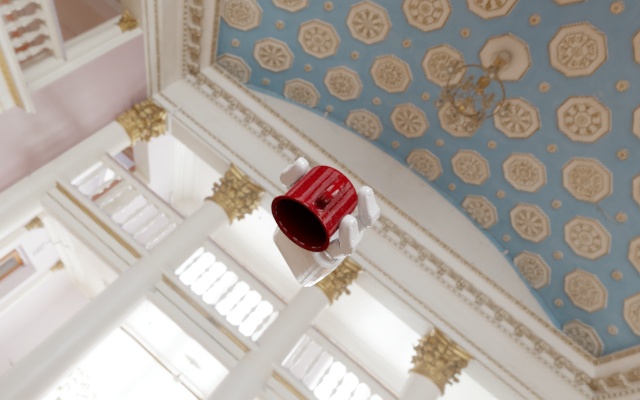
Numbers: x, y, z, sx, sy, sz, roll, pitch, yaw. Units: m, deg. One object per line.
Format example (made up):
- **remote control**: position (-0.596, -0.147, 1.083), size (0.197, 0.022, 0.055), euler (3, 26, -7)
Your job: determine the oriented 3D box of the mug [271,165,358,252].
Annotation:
- **mug**: position (0.001, 0.001, 0.618), size (0.081, 0.093, 0.117), euler (-47, -2, -34)
